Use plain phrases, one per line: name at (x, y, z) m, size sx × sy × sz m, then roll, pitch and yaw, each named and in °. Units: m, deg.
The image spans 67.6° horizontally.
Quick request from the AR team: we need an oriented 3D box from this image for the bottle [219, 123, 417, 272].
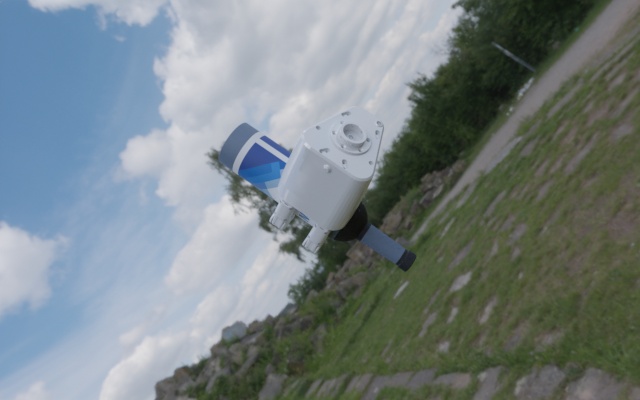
bottle at (0.000, 0.002, 0.651) m, size 0.295 × 0.069 × 0.069 m, roll 34°, pitch 3°, yaw 5°
